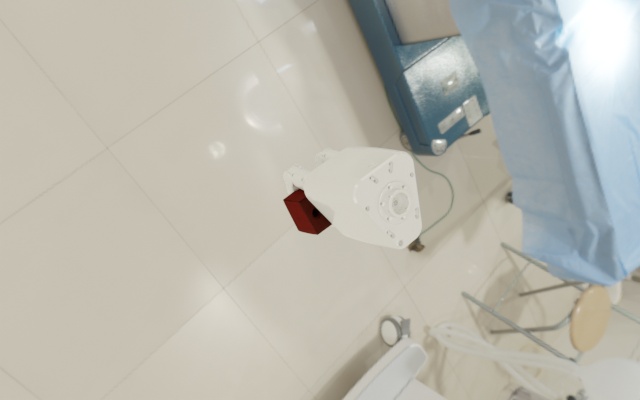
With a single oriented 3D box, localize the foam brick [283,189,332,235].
[{"bbox_3d":[0.000,0.002,0.641,0.078,0.053,0.051,-36,21,-22],"label":"foam brick"}]
